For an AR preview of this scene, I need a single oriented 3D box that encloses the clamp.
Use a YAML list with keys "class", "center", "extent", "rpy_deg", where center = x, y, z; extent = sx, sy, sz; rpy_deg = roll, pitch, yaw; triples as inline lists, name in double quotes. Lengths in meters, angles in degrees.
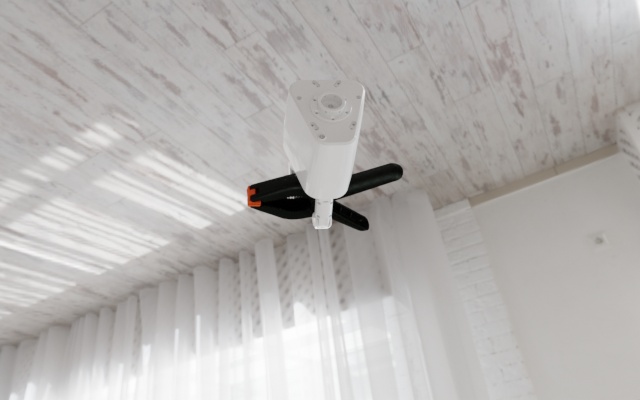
- class: "clamp"
  center: [0.000, 0.003, 0.691]
  extent: [0.210, 0.036, 0.165]
  rpy_deg: [-2, -32, -8]
